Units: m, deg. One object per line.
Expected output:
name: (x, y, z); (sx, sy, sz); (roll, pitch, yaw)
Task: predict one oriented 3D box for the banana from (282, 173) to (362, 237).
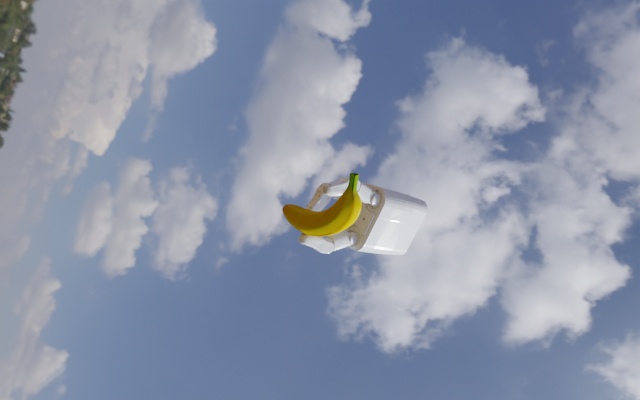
banana: (0.003, 0.020, 0.700); (0.037, 0.069, 0.198); (8, -18, -34)
